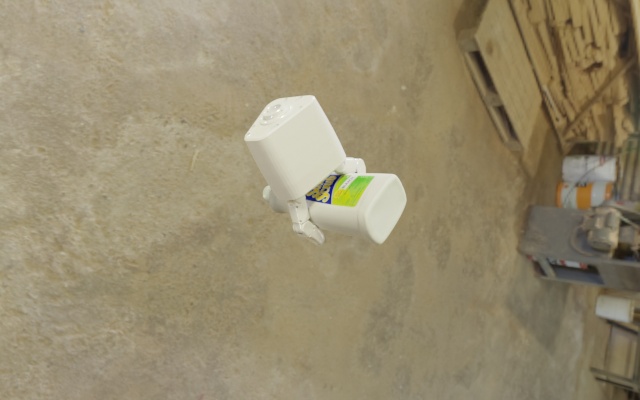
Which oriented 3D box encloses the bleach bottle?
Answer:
[{"bbox_3d":[0.000,0.002,0.733,0.251,0.068,0.102,5,46,42],"label":"bleach bottle"}]
